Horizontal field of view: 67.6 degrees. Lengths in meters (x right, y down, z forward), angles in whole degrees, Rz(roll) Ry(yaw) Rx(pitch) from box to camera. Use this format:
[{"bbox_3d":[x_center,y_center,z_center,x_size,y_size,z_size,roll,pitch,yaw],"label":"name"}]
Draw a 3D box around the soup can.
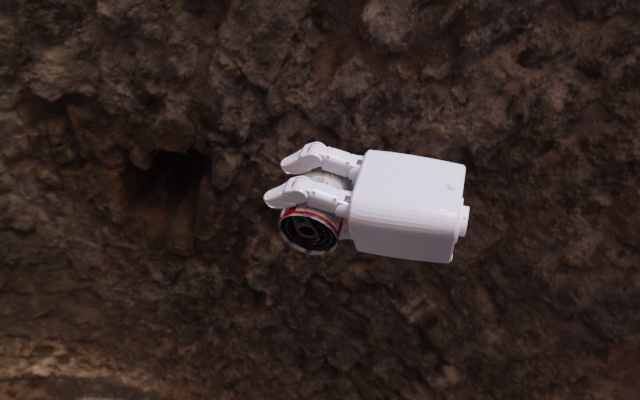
[{"bbox_3d":[0.000,0.002,0.543,0.068,0.102,0.069,12,-40,10],"label":"soup can"}]
